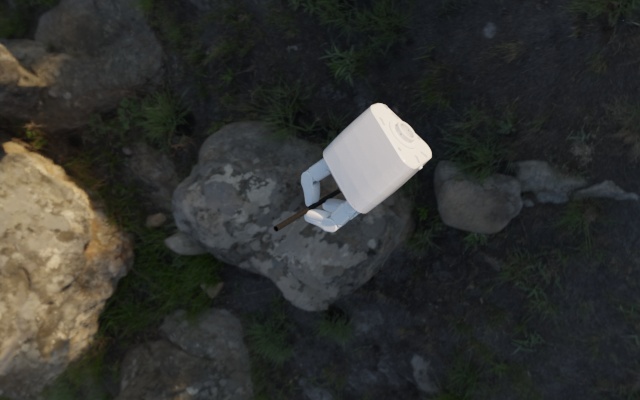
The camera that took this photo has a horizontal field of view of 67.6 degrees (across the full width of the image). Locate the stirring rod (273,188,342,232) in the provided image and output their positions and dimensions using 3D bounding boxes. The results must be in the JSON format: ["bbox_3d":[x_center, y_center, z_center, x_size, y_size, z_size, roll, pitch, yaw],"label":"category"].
[{"bbox_3d":[0.000,0.002,0.751,0.011,0.011,0.239,0,18,32],"label":"stirring rod"}]
